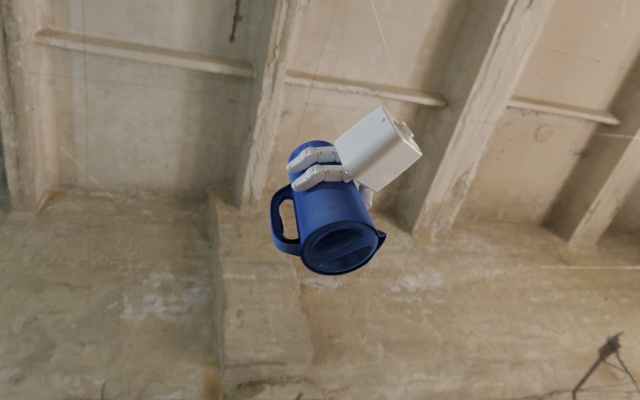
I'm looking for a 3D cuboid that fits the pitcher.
[{"bbox_3d":[0.000,0.003,0.847,0.145,0.242,0.149,-38,-49,20],"label":"pitcher"}]
